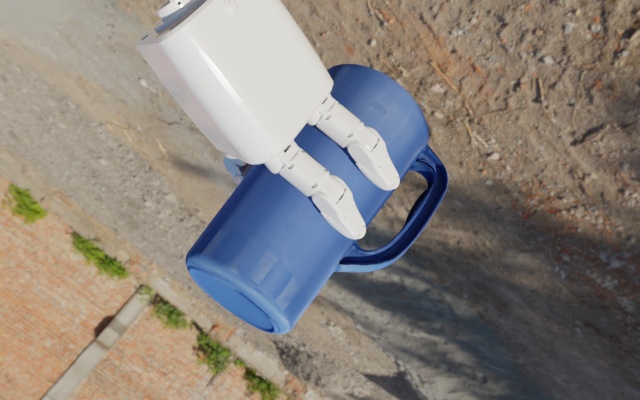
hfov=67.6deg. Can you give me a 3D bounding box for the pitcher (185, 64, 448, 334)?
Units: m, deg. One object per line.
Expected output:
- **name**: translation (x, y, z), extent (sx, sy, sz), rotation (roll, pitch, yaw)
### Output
- **pitcher**: translation (0.000, 0.001, 0.445), extent (0.149, 0.242, 0.145), rotation (6, -39, 46)
